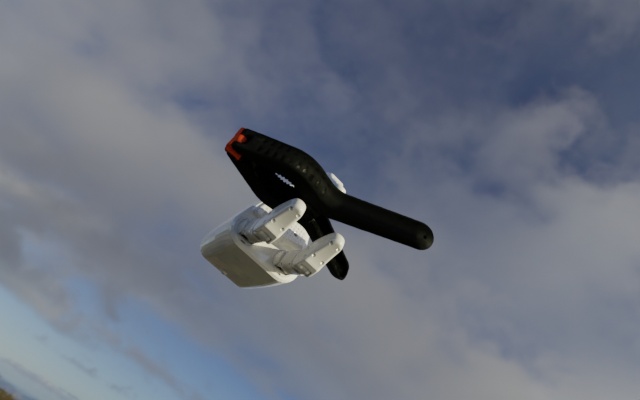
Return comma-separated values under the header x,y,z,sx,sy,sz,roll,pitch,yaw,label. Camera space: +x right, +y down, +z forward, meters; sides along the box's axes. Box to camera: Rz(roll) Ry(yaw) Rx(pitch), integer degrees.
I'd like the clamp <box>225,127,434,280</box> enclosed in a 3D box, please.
x,y,z,sx,sy,sz,roll,pitch,yaw,label
0.000,0.001,0.478,0.210,0.036,0.164,43,-36,-17,clamp
